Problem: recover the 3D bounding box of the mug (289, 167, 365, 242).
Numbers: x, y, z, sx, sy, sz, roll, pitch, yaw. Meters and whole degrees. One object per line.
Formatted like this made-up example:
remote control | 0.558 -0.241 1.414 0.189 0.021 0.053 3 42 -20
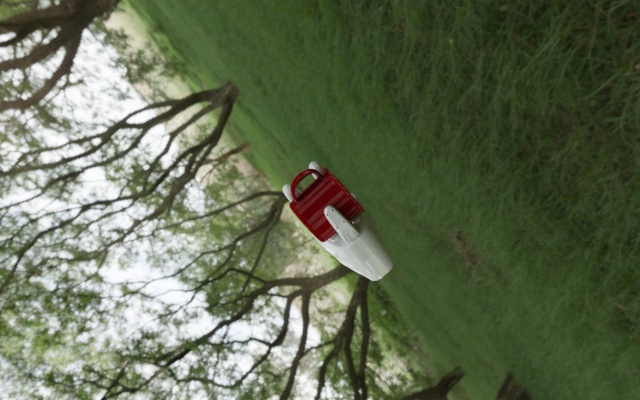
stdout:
mug | -0.001 0.002 0.724 0.117 0.081 0.093 48 0 -34
